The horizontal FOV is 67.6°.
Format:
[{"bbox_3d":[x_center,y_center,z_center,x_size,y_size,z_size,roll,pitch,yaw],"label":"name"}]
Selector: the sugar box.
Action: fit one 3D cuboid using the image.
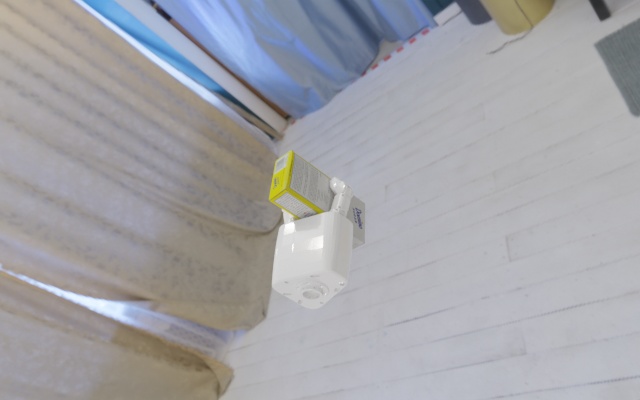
[{"bbox_3d":[0.000,0.003,0.783,0.048,0.093,0.176,-31,-54,33],"label":"sugar box"}]
